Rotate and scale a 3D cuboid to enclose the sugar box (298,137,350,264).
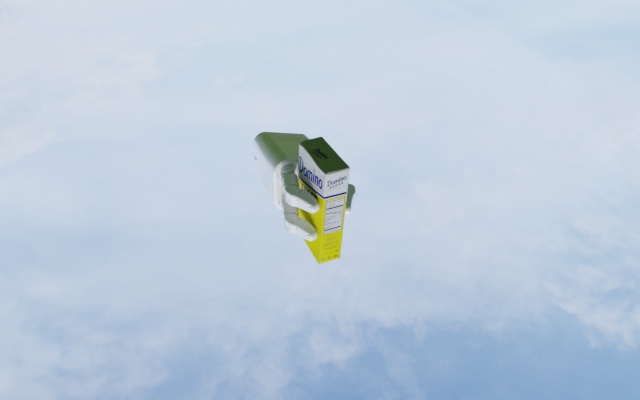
[{"bbox_3d":[0.000,0.003,0.729,0.048,0.176,0.093,-17,42,-20],"label":"sugar box"}]
